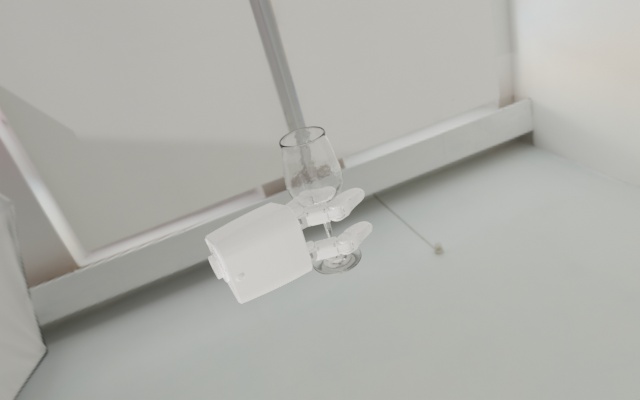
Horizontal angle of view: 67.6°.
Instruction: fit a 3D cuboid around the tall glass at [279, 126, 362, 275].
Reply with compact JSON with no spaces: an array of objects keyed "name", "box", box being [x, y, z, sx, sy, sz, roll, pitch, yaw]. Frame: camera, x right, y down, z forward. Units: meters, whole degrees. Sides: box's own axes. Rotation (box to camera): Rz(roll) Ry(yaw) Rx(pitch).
[{"name":"tall glass","box":[0.000,0.003,0.660,0.079,0.201,0.079,-12,28,7]}]
